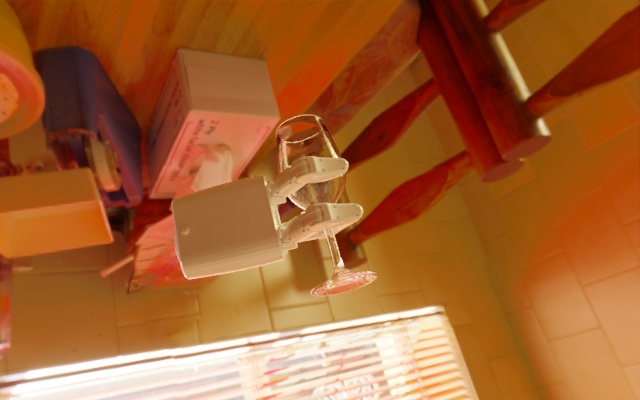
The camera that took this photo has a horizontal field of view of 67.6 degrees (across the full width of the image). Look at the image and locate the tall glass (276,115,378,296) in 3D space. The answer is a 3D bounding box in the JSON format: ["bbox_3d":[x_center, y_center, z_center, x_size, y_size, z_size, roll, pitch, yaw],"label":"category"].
[{"bbox_3d":[0.000,0.002,0.546,0.079,0.201,0.079,-13,-22,-5],"label":"tall glass"}]
